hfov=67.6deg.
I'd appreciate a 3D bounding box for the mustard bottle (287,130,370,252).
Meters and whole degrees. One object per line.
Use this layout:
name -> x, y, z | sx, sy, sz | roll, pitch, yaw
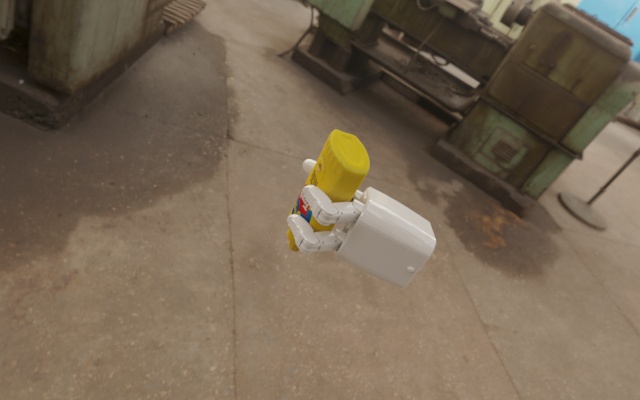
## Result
mustard bottle -> 0.000, 0.002, 0.670 | 0.058, 0.192, 0.096 | 14, 36, -22
